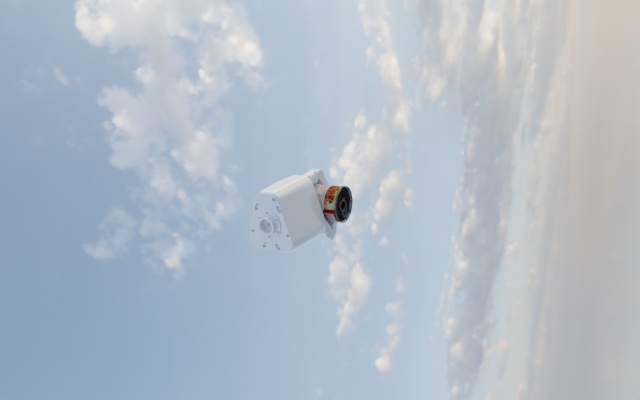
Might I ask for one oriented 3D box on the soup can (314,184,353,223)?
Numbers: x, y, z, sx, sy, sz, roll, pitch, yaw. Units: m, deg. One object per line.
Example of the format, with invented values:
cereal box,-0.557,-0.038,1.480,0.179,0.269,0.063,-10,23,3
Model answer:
soup can,0.000,0.003,0.897,0.102,0.068,0.068,6,3,29
